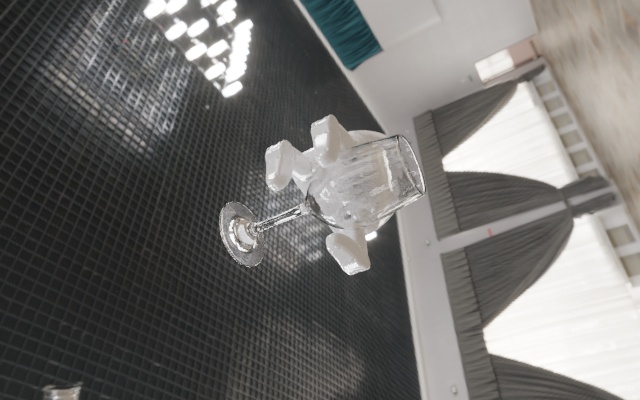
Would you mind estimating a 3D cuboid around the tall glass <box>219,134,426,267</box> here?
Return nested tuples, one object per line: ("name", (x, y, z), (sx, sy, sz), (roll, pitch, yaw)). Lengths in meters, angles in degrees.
("tall glass", (-0.001, 0.002, 0.477), (0.201, 0.079, 0.079), (-22, -9, 24))
